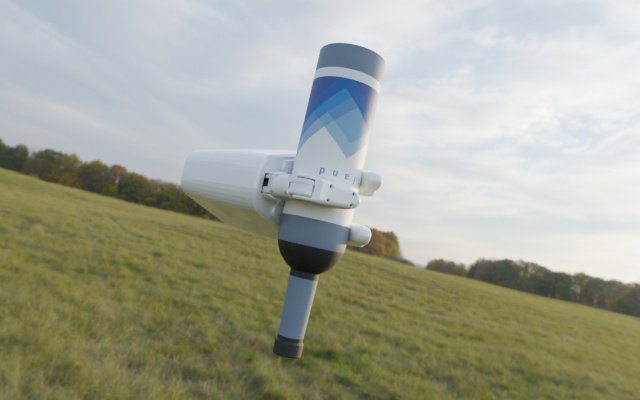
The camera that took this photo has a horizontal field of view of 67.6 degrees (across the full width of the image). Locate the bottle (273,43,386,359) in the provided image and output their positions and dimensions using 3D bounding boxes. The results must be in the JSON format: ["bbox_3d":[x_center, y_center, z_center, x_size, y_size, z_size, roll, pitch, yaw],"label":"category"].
[{"bbox_3d":[0.000,0.001,0.461,0.069,0.295,0.069,12,-5,1],"label":"bottle"}]
